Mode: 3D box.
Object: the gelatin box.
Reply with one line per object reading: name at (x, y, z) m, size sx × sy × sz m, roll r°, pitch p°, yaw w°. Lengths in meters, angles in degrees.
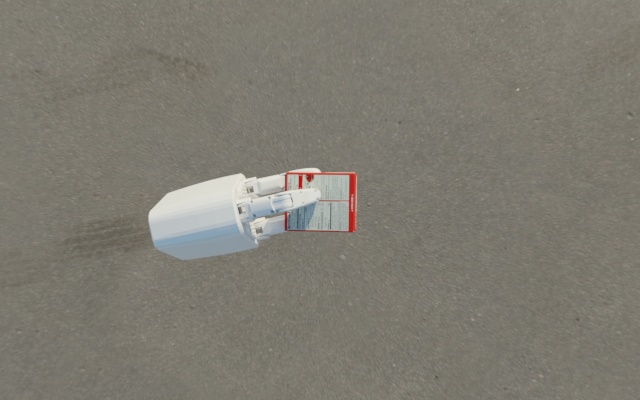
gelatin box at (0.000, 0.002, 0.593) m, size 0.089 × 0.073 × 0.030 m, roll 1°, pitch 1°, yaw 6°
